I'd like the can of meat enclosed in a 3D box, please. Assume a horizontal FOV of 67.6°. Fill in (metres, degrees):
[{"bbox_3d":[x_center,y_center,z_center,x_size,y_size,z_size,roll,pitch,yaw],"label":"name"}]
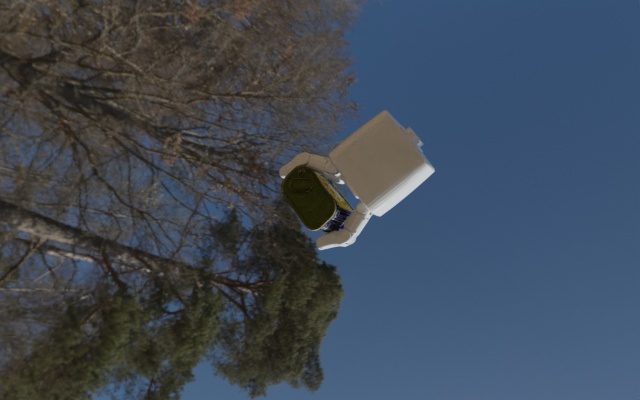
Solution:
[{"bbox_3d":[0.000,0.003,0.726,0.057,0.102,0.084,-44,-28,14],"label":"can of meat"}]
